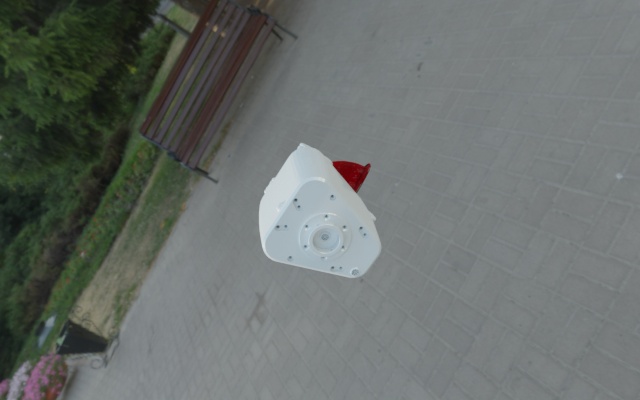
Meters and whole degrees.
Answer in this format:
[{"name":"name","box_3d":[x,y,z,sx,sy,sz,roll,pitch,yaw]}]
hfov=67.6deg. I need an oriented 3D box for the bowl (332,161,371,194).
[{"name":"bowl","box_3d":[0.000,0.002,0.648,0.055,0.162,0.162,35,-2,-2]}]
